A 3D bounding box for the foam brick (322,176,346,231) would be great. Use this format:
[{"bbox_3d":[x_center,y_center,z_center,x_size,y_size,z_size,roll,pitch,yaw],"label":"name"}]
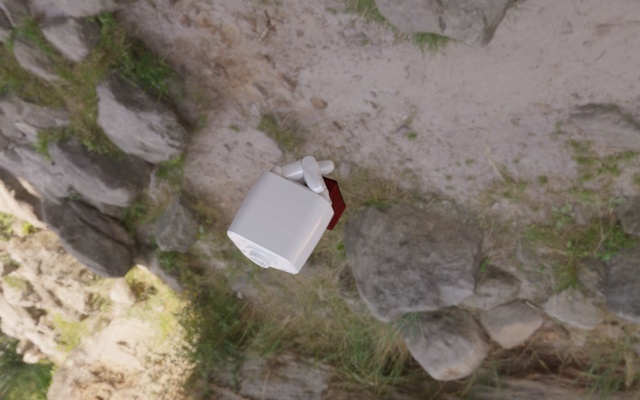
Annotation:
[{"bbox_3d":[0.000,0.003,0.753,0.053,0.051,0.078,18,-25,26],"label":"foam brick"}]
